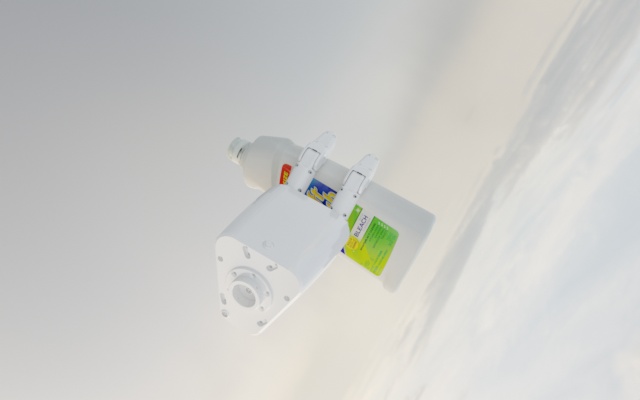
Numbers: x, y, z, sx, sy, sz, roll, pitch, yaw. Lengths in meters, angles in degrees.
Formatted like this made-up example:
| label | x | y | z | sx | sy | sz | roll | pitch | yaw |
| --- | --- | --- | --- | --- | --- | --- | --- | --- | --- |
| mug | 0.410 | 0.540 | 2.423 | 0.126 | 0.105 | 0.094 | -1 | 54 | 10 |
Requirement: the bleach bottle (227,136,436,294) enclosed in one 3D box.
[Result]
| label | x | y | z | sx | sy | sz | roll | pitch | yaw |
| --- | --- | --- | --- | --- | --- | --- | --- | --- | --- |
| bleach bottle | 0.000 | 0.002 | 0.557 | 0.251 | 0.103 | 0.068 | 29 | 32 | 11 |
